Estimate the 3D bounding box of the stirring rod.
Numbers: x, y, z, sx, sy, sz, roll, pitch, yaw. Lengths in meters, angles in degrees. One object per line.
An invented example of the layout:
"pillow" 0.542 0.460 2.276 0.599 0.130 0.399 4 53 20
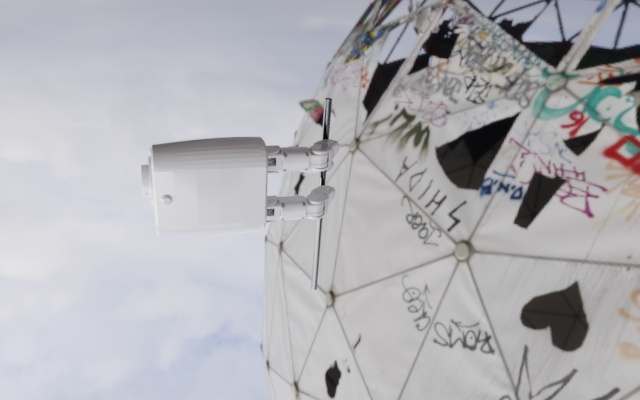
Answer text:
"stirring rod" 0.000 0.002 0.555 0.011 0.240 0.011 4 24 -2
